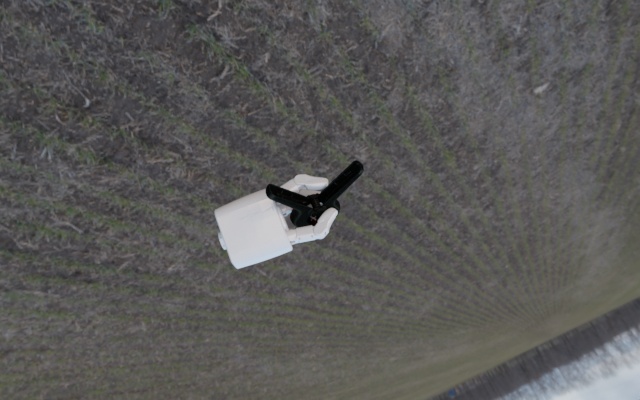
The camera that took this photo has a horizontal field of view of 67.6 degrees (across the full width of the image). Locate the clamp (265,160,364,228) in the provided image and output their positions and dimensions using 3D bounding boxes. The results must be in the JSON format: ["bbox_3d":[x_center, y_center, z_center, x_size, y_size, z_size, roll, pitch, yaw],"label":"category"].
[{"bbox_3d":[0.000,0.004,0.849,0.164,0.036,0.210,-18,-26,-2],"label":"clamp"}]
